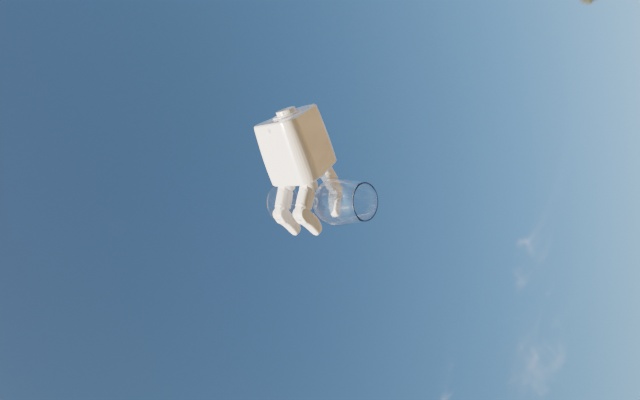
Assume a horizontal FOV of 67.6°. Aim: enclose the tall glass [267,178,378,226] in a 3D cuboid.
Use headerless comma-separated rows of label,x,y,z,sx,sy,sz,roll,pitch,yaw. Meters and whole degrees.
tall glass,0.000,0.003,0.810,0.201,0.079,0.079,0,0,45
